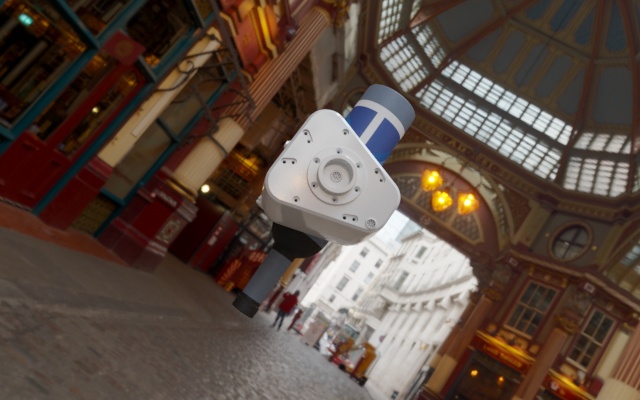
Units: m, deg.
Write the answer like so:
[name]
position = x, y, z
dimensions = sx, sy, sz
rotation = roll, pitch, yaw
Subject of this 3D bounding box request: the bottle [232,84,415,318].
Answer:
[bottle]
position = 0.000, 0.002, 0.540
dimensions = 0.069, 0.295, 0.069
rotation = 34, -11, 8
